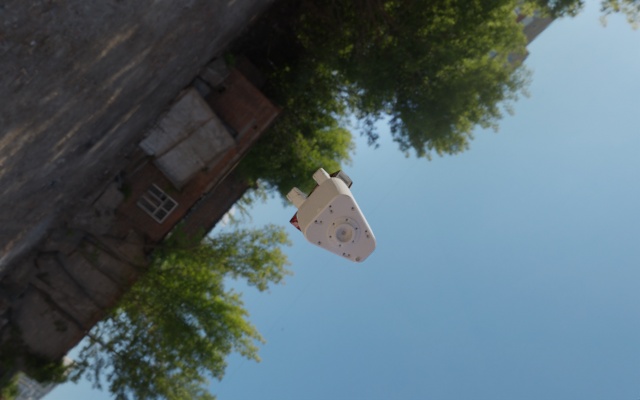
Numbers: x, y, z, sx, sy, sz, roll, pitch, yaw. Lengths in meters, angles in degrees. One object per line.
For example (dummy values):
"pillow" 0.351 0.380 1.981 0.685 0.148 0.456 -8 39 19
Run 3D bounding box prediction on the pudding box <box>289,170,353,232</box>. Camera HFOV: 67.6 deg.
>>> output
"pudding box" 0.000 0.003 0.874 0.039 0.113 0.090 43 -22 -13
